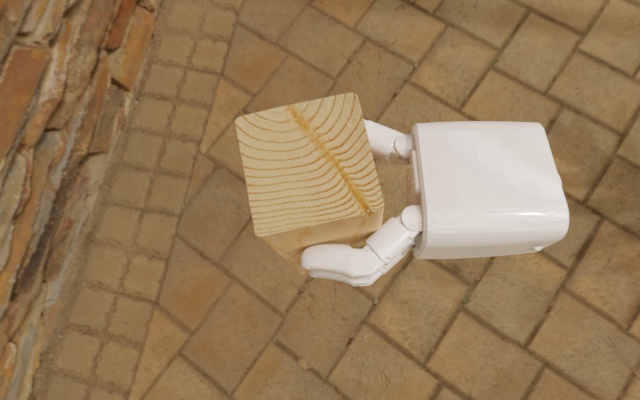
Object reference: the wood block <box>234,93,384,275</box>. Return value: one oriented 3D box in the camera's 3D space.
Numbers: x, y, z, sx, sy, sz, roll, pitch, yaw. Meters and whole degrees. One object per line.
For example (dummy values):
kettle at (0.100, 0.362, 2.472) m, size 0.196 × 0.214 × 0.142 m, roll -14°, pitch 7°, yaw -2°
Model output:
wood block at (0.000, 0.001, 0.420) m, size 0.090 × 0.090 × 0.206 m, roll -12°, pitch -17°, yaw 2°
